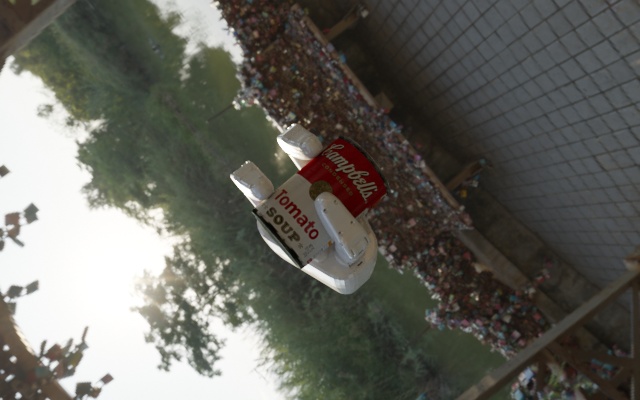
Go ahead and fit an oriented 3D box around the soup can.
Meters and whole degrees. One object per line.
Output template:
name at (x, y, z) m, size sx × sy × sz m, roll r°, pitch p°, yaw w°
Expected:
soup can at (0.000, 0.001, 0.412) m, size 0.102 × 0.068 × 0.068 m, roll -40°, pitch 8°, yaw -10°
